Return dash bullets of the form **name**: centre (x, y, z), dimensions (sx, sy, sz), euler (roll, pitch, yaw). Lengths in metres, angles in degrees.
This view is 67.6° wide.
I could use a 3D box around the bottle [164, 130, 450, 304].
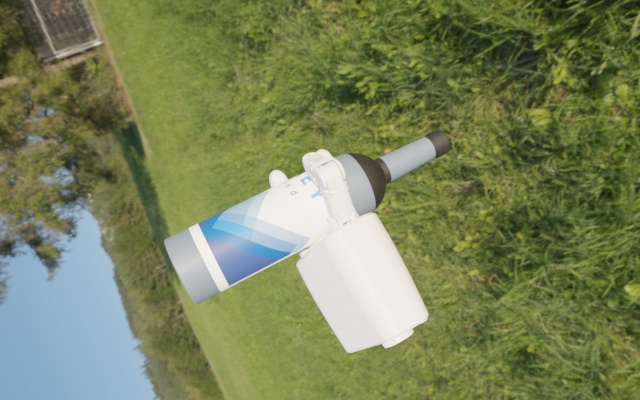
- **bottle**: centre (0.000, 0.002, 0.470), dimensions (0.295, 0.069, 0.069), euler (-27, 6, -13)
